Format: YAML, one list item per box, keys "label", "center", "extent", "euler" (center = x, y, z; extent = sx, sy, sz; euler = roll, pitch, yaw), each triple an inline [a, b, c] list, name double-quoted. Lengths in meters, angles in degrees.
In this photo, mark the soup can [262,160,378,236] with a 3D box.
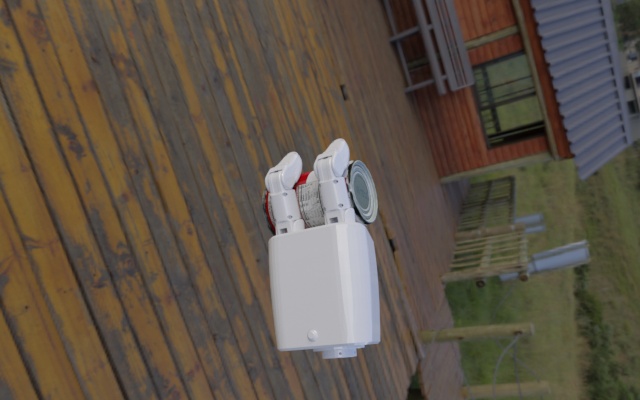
- label: "soup can"
  center: [0.000, 0.001, 0.498]
  extent: [0.102, 0.068, 0.068]
  euler: [-13, -6, 26]
